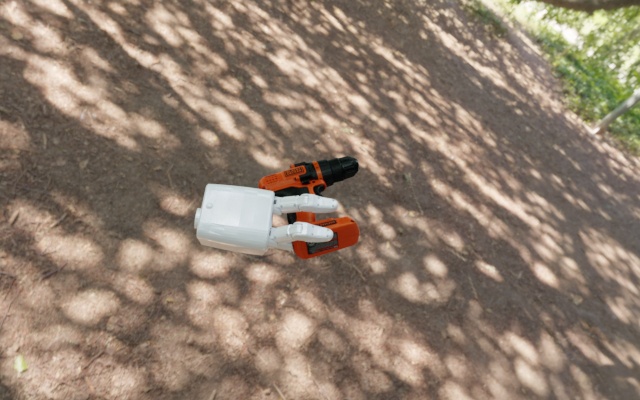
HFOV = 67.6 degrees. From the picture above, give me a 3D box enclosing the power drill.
[{"bbox_3d":[0.000,0.003,0.803,0.184,0.057,0.187,-17,42,-6],"label":"power drill"}]
